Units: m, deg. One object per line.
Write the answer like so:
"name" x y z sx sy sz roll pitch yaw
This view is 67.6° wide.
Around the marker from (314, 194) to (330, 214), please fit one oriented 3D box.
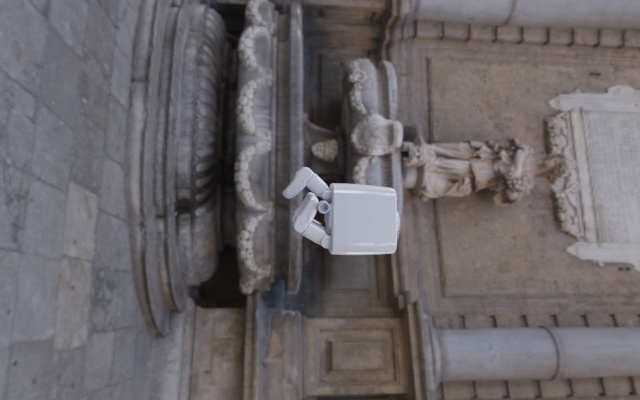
"marker" 0.000 0.003 0.794 0.020 0.020 0.121 0 8 -5
